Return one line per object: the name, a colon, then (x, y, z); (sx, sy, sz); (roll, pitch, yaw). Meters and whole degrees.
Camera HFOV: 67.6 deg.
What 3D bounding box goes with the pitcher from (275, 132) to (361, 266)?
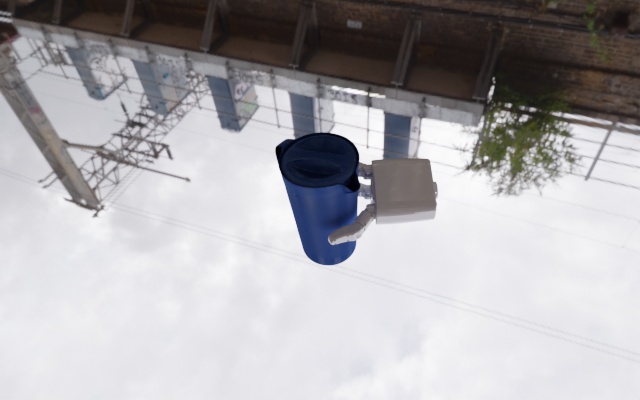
pitcher: (0.000, 0.003, 0.863); (0.145, 0.149, 0.243); (-5, -42, 2)
